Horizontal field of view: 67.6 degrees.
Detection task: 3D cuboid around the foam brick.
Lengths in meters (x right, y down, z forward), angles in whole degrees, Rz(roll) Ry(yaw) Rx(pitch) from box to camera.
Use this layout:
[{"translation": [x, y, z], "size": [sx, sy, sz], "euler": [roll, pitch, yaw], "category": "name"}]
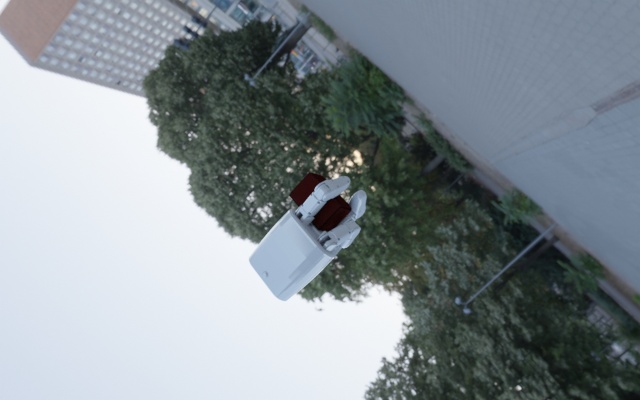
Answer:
[{"translation": [0.000, 0.002, 0.740], "size": [0.078, 0.051, 0.053], "euler": [48, 14, 21], "category": "foam brick"}]
